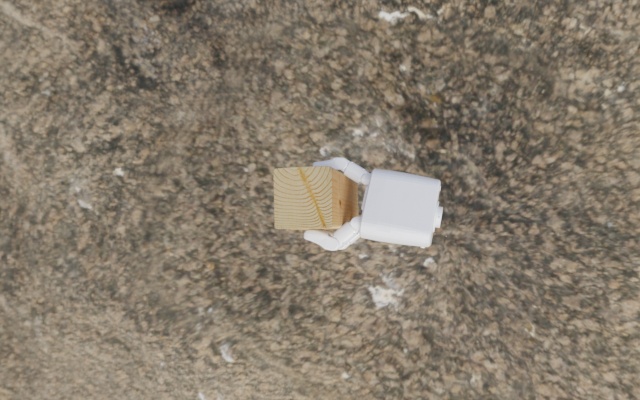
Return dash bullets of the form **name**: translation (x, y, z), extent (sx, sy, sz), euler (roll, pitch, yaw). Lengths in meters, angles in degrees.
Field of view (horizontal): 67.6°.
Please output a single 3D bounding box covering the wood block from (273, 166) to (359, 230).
- **wood block**: translation (0.000, 0.002, 0.783), extent (0.090, 0.091, 0.206), euler (-2, -5, 15)
